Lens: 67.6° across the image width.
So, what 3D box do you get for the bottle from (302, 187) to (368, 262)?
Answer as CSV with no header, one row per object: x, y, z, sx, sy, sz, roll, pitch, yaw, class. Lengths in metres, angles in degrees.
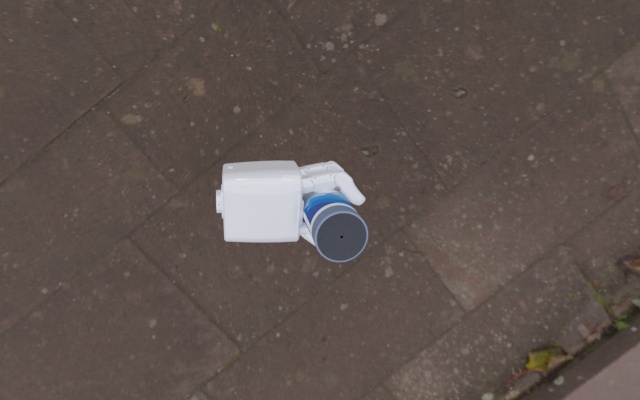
0.000,0.002,0.714,0.069,0.069,0.295,0,17,-10,bottle
